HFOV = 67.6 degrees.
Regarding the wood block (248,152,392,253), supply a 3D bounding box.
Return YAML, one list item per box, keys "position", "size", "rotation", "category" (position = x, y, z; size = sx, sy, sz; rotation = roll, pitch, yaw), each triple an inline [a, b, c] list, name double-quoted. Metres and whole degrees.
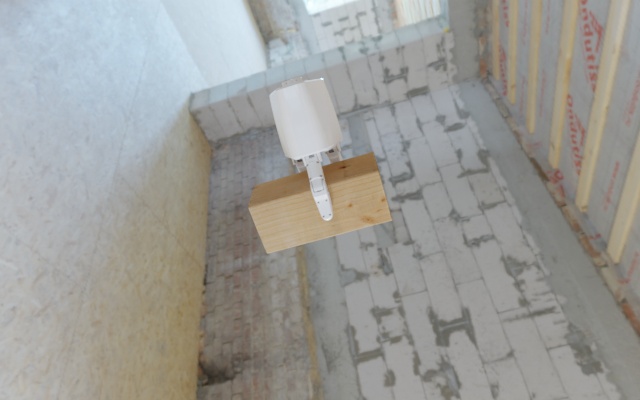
- position: [0.000, 0.002, 0.768]
  size: [0.206, 0.090, 0.090]
  rotation: [-16, 23, 7]
  category: "wood block"
